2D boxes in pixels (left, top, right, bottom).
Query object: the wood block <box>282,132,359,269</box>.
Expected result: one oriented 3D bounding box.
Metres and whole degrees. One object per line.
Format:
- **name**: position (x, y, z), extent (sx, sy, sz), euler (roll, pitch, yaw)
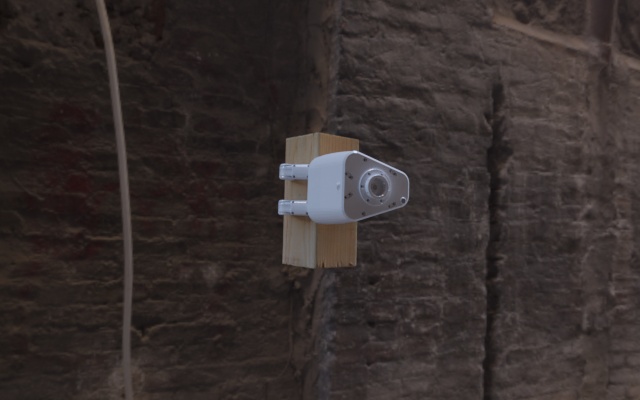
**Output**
- **wood block**: position (0.001, 0.002, 0.779), extent (0.091, 0.206, 0.090), euler (4, -3, -39)
